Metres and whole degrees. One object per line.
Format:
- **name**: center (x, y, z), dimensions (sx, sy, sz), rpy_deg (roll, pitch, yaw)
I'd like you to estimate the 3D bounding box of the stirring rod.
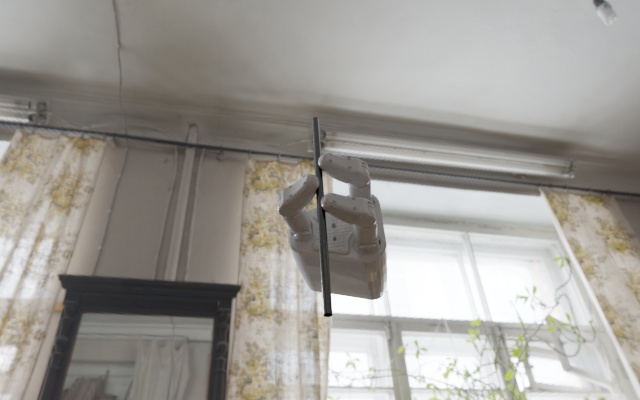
- **stirring rod**: center (0.000, 0.002, 0.473), dimensions (0.011, 0.239, 0.011), rpy_deg (-2, -38, -2)
